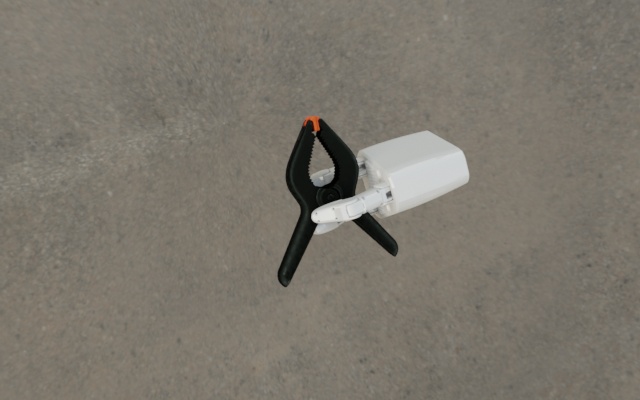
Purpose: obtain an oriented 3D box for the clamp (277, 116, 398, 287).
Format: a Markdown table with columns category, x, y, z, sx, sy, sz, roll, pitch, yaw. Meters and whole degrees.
| category | x | y | z | sx | sy | sz | roll | pitch | yaw |
| --- | --- | --- | --- | --- | --- | --- | --- | --- | --- |
| clamp | 0.000 | 0.001 | 0.601 | 0.164 | 0.210 | 0.036 | -21 | 13 | -14 |
